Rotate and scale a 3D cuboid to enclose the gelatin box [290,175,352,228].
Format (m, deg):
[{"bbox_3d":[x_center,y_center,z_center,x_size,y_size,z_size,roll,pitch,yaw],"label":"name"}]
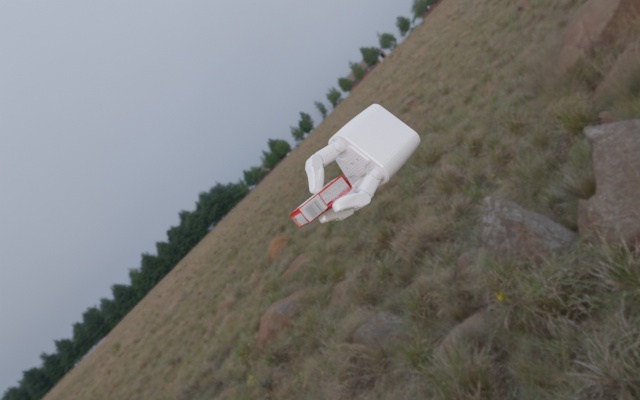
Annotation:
[{"bbox_3d":[0.000,0.002,0.737,0.089,0.030,0.073,-38,3,-17],"label":"gelatin box"}]
